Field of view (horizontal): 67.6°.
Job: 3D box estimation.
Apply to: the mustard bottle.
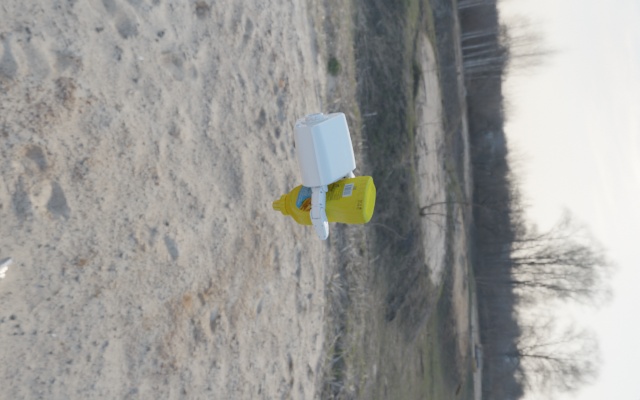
[{"bbox_3d":[0.000,0.003,0.877,0.191,0.096,0.058,-4,-46,21],"label":"mustard bottle"}]
